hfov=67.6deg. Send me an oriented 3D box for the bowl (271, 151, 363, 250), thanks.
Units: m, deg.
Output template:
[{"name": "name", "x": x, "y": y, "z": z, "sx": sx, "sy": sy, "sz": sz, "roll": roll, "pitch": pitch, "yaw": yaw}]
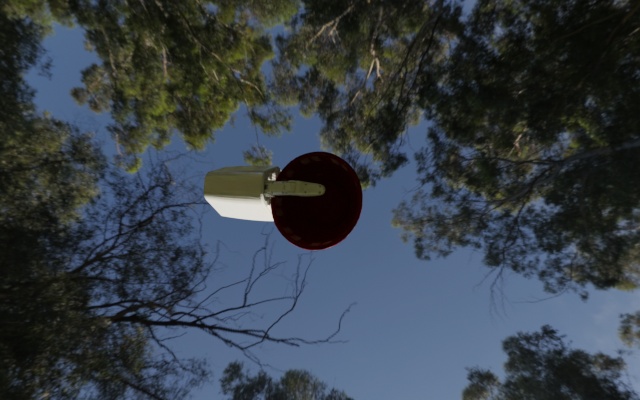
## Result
[{"name": "bowl", "x": 0.001, "y": 0.003, "z": 0.796, "sx": 0.162, "sy": 0.162, "sz": 0.055, "roll": 0, "pitch": -7, "yaw": 22}]
